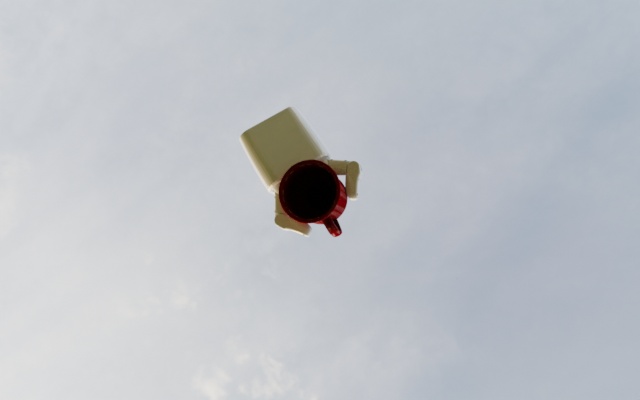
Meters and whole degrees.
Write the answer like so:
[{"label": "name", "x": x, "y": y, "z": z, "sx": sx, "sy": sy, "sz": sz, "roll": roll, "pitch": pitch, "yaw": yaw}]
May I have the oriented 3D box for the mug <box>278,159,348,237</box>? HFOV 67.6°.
[{"label": "mug", "x": 0.001, "y": 0.004, "z": 0.716, "sx": 0.093, "sy": 0.117, "sz": 0.081, "roll": -34, "pitch": -16, "yaw": 8}]
